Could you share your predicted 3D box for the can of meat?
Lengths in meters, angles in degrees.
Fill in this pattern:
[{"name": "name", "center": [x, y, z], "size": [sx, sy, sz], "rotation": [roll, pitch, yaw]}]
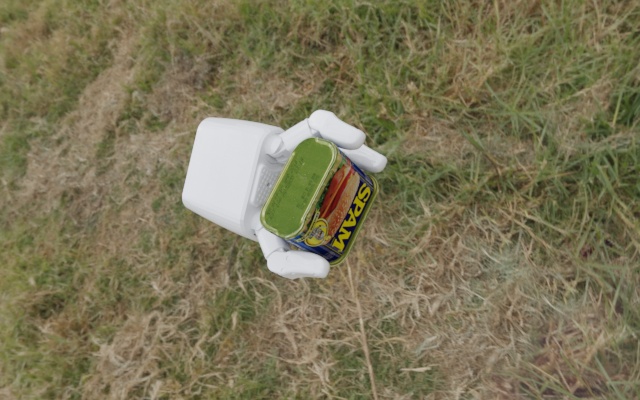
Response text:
[{"name": "can of meat", "center": [0.000, 0.001, 0.452], "size": [0.057, 0.102, 0.084], "rotation": [21, -10, 38]}]
